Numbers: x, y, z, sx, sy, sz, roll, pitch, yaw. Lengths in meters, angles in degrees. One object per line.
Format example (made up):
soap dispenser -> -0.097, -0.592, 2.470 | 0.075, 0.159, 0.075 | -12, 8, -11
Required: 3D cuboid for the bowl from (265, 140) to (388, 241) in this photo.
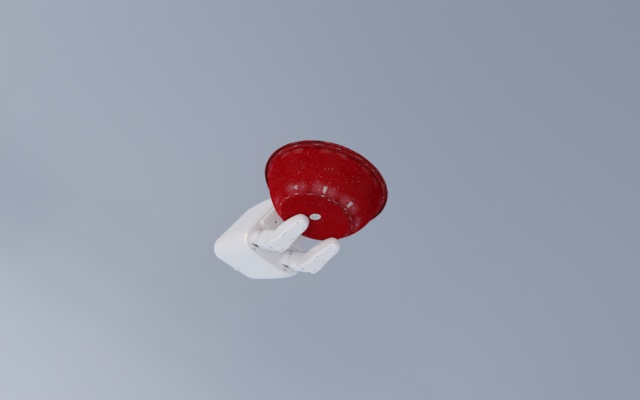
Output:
bowl -> 0.001, 0.002, 0.594 | 0.162, 0.055, 0.162 | 10, -39, 9
